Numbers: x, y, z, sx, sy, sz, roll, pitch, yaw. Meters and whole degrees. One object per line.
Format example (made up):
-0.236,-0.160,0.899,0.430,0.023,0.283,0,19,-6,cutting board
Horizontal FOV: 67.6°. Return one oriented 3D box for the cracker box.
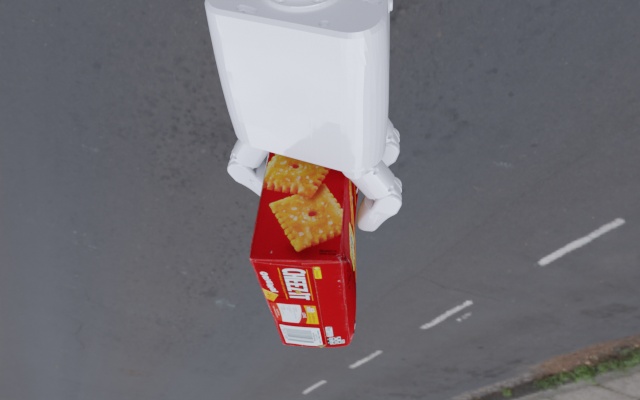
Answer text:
0.000,0.002,0.430,0.072,0.213,0.164,2,-36,7,cracker box
